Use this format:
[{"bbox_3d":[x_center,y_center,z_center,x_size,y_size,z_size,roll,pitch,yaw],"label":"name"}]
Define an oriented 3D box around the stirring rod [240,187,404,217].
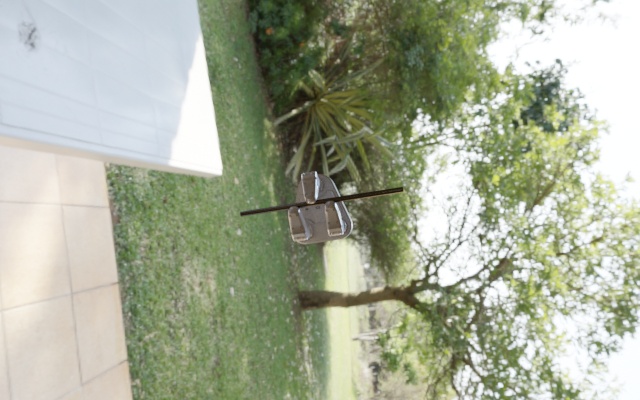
[{"bbox_3d":[0.000,0.002,0.696,0.239,0.011,0.011,-9,-1,6],"label":"stirring rod"}]
